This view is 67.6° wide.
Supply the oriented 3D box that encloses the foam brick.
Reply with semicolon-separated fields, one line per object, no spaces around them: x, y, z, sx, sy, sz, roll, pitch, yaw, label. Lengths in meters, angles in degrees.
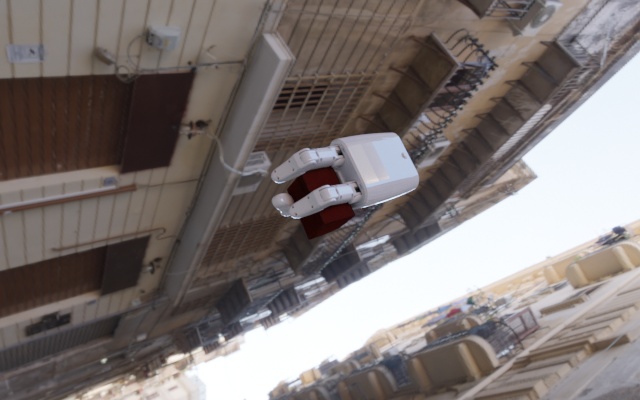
0.000;0.002;0.630;0.051;0.078;0.053;-15;-17;-33;foam brick
